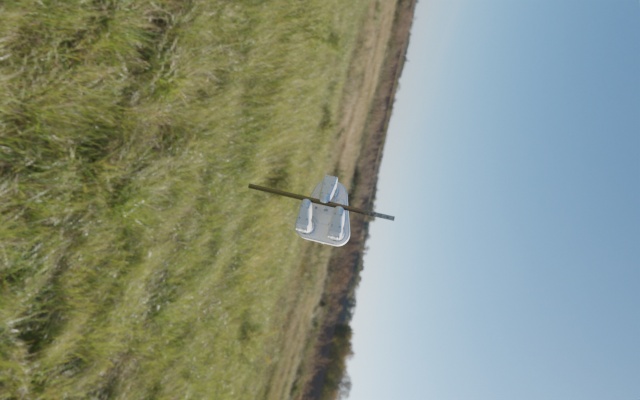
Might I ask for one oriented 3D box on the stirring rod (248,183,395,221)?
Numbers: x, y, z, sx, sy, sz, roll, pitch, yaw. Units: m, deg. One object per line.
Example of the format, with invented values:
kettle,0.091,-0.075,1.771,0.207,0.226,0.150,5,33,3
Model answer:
stirring rod,0.000,0.002,0.767,0.239,0.011,0.011,13,1,6
